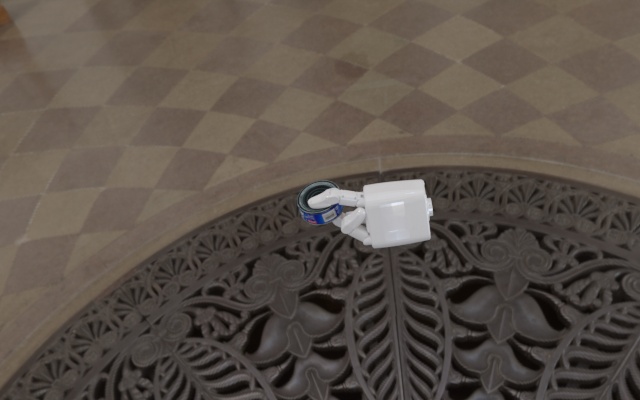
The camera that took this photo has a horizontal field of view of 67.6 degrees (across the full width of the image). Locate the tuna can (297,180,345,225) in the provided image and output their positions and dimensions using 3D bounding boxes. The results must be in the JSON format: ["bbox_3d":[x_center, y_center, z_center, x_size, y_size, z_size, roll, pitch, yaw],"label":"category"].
[{"bbox_3d":[0.000,0.003,0.891,0.086,0.086,0.034,0,-41,21],"label":"tuna can"}]
